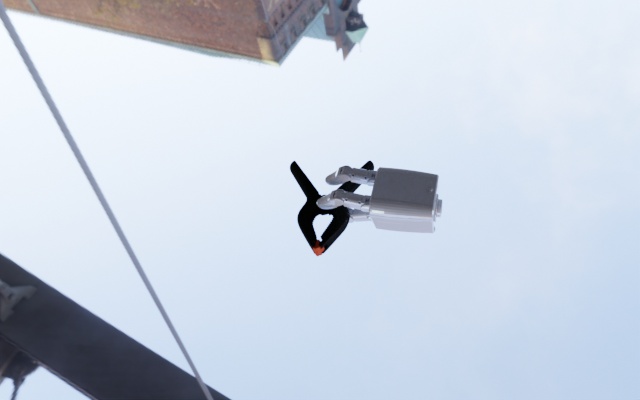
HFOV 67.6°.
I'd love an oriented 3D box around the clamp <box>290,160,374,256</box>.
[{"bbox_3d":[0.000,0.004,0.875,0.164,0.209,0.036,6,-35,17],"label":"clamp"}]
